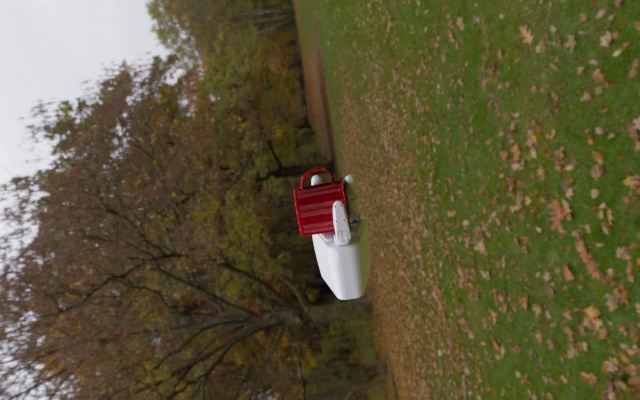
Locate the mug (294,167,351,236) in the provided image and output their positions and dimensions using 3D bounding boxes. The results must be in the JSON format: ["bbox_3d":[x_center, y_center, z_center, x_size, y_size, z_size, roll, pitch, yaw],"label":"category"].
[{"bbox_3d":[0.000,0.001,0.783,0.081,0.117,0.093,-10,24,0],"label":"mug"}]
